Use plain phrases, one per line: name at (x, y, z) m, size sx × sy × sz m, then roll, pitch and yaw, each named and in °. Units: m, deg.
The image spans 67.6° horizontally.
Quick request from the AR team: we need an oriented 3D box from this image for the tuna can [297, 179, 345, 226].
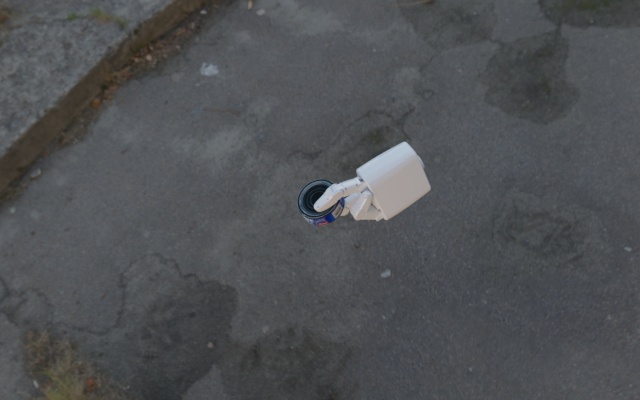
tuna can at (0.000, 0.003, 0.895) m, size 0.086 × 0.086 × 0.034 m, roll 0°, pitch -27°, yaw 22°
